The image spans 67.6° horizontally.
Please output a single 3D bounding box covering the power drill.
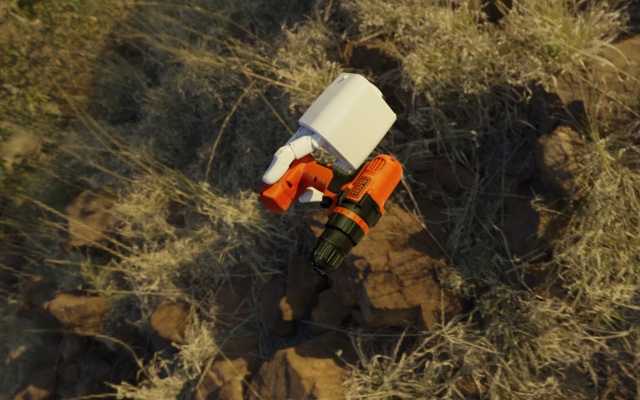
[{"bbox_3d":[0.000,0.002,0.671,0.187,0.184,0.057,20,-26,42],"label":"power drill"}]
